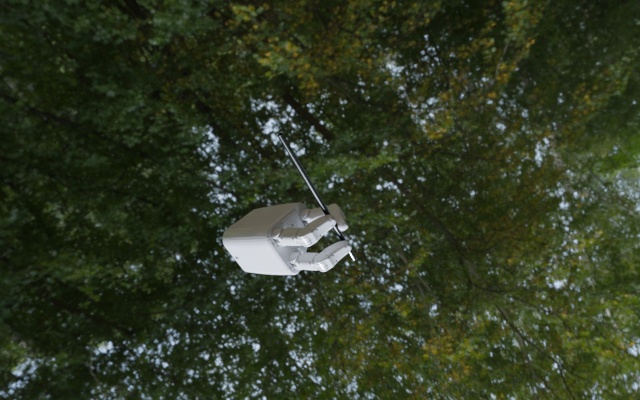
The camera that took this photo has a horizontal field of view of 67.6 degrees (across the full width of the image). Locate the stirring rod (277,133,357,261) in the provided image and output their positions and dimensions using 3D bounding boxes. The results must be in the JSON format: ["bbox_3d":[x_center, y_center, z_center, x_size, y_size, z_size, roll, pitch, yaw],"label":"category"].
[{"bbox_3d":[0.000,0.002,0.686,0.011,0.240,0.011,-22,32,15],"label":"stirring rod"}]
